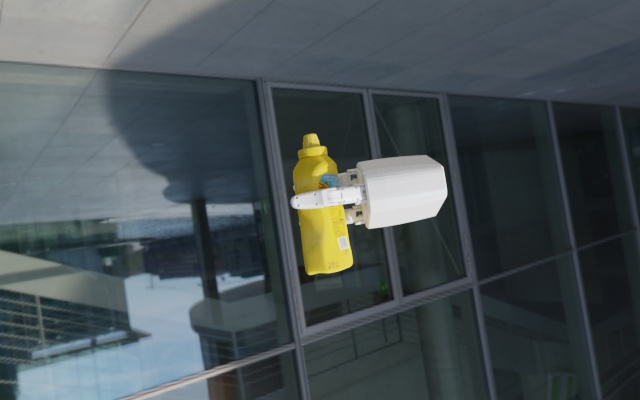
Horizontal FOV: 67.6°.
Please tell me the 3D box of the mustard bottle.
[{"bbox_3d":[0.000,0.002,0.666,0.058,0.191,0.096,-10,-3,25],"label":"mustard bottle"}]
